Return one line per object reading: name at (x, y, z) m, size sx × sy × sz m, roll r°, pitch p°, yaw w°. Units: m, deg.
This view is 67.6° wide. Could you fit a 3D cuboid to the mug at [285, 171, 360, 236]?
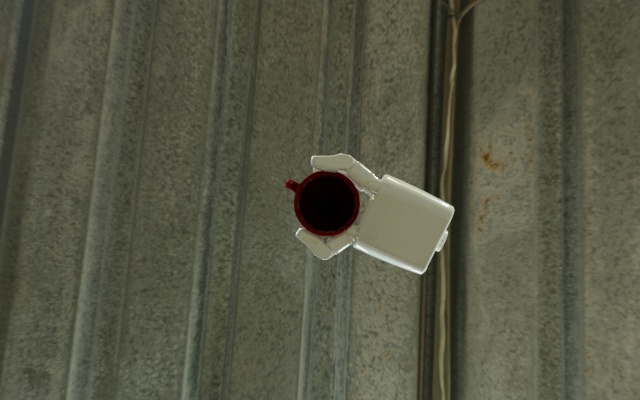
mug at (-0.001, 0.002, 0.707) m, size 0.117 × 0.093 × 0.081 m, roll 25°, pitch -4°, yaw 5°
